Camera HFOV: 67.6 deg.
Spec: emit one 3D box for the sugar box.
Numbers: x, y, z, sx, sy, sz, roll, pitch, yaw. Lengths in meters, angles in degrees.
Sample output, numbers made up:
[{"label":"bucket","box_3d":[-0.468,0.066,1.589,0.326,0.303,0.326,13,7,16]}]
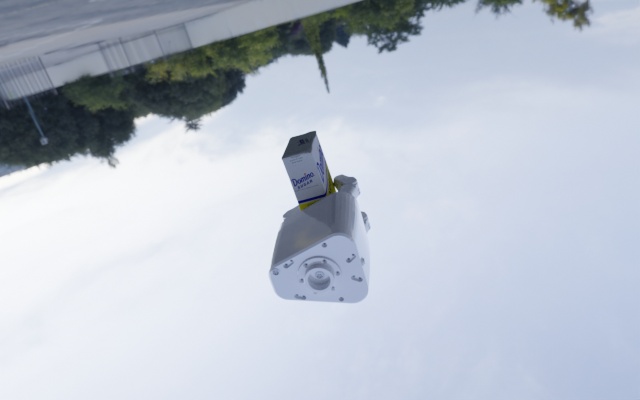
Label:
[{"label":"sugar box","box_3d":[0.001,0.002,0.649,0.048,0.176,0.093,-13,23,9]}]
